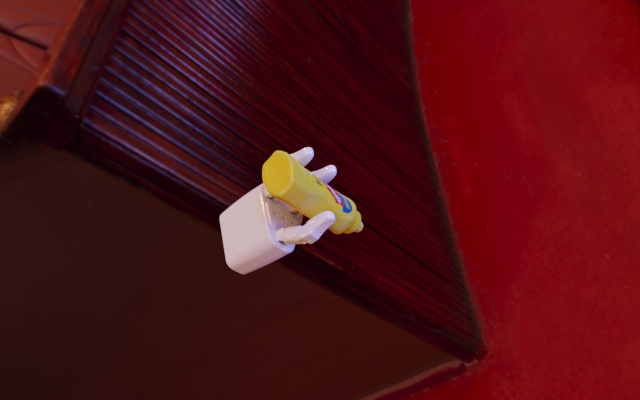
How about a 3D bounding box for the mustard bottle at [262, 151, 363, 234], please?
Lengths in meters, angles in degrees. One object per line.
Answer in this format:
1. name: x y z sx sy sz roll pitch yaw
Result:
1. mustard bottle: 0.000 0.002 0.731 0.192 0.058 0.096 35 13 -37
